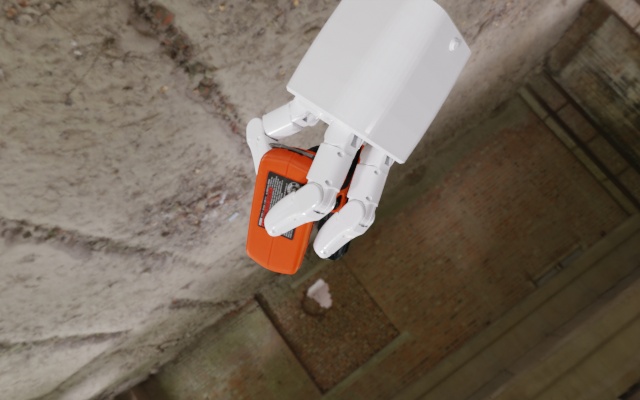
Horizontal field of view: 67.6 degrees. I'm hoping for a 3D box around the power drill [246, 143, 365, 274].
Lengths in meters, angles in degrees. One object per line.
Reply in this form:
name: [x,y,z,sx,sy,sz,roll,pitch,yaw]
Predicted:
power drill: [0.000,0.001,0.473,0.057,0.184,0.187,18,22,18]
